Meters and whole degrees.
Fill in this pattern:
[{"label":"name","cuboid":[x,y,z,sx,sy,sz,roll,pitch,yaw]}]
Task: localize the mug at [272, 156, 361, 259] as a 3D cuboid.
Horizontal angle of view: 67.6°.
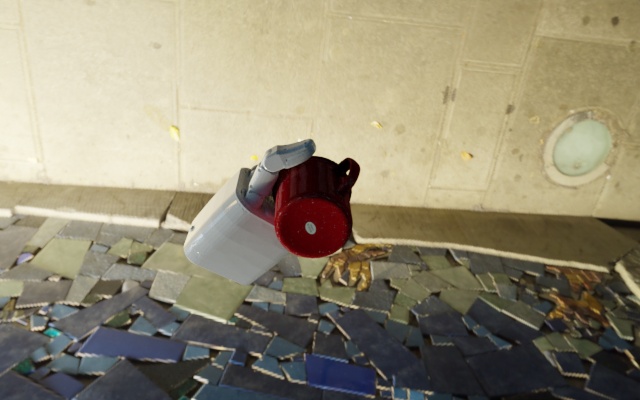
[{"label":"mug","cuboid":[0.001,0.001,0.517,0.093,0.117,0.081,40,20,-21]}]
